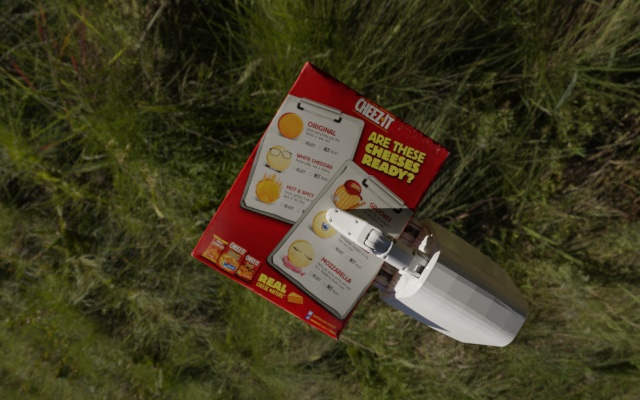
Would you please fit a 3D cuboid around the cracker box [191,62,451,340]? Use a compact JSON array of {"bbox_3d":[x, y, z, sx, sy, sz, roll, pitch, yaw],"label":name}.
[{"bbox_3d":[0.000,0.002,0.480,0.164,0.213,0.072,31,-1,-5],"label":"cracker box"}]
